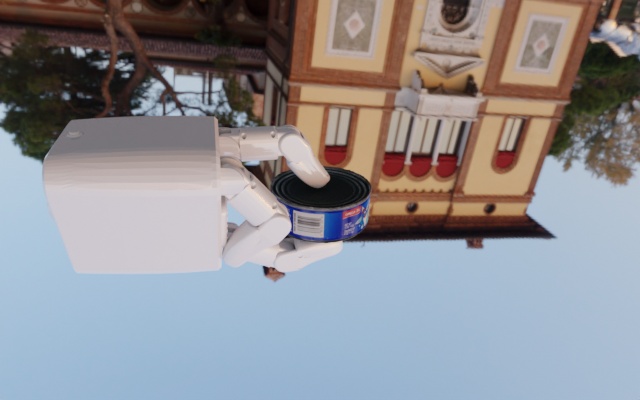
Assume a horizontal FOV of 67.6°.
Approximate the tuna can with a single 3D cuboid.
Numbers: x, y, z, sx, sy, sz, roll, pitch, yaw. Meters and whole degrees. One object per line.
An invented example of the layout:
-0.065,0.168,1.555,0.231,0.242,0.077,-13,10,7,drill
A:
0.000,0.002,0.412,0.086,0.034,0.086,1,27,-1,tuna can
